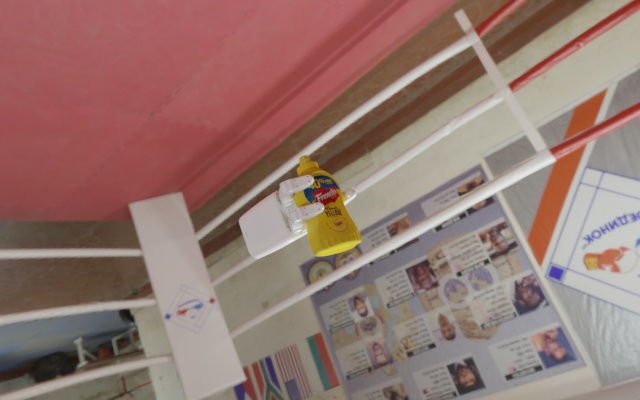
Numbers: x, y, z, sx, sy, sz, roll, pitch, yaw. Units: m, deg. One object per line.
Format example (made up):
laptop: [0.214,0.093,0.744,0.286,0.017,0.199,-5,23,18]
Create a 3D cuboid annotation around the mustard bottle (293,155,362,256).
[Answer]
mustard bottle: [0.000,0.003,0.878,0.096,0.191,0.058,-9,-21,-33]
